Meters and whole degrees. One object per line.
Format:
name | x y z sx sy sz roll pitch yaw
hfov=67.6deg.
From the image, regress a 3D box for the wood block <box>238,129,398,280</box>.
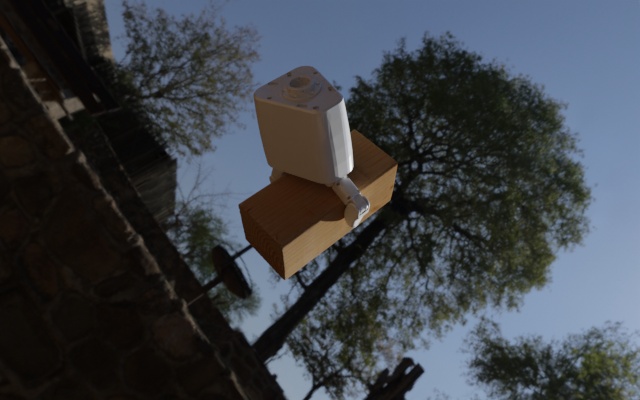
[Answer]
wood block | 0.000 0.002 0.663 0.206 0.090 0.090 -35 -29 -24
